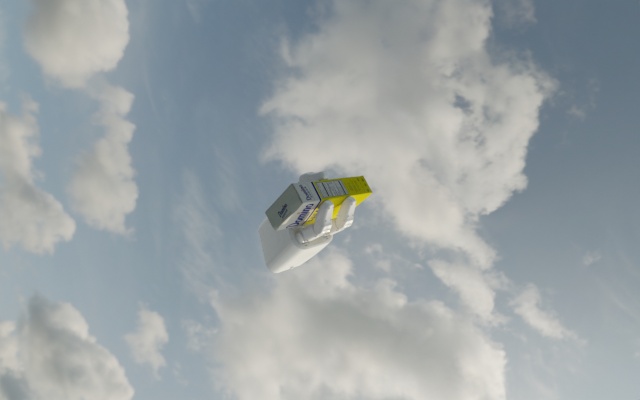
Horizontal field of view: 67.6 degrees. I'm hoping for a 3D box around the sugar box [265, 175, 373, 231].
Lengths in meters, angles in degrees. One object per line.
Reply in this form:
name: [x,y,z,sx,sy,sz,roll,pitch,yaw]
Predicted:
sugar box: [0.000,0.003,0.833,0.176,0.048,0.093,-13,-23,-45]
